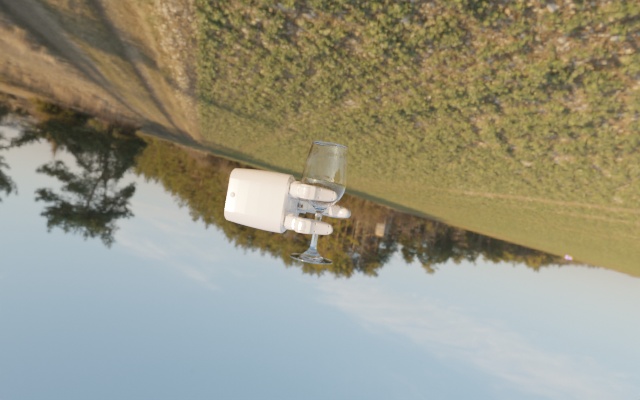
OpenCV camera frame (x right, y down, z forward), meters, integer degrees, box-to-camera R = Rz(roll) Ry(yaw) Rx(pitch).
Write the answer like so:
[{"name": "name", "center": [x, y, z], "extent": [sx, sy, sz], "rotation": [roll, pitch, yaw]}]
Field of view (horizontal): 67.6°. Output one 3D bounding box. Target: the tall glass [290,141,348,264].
[{"name": "tall glass", "center": [0.000, 0.003, 0.815], "extent": [0.079, 0.201, 0.079], "rotation": [10, 2, 0]}]
